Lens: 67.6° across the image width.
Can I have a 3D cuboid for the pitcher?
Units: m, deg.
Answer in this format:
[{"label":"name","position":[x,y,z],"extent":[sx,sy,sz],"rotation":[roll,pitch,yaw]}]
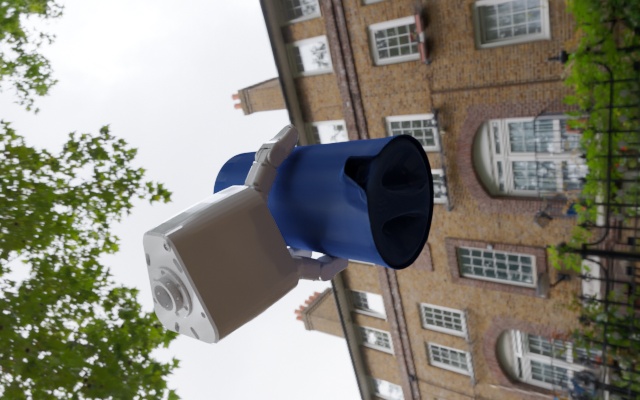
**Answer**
[{"label":"pitcher","position":[0.000,0.002,0.547],"extent":[0.243,0.149,0.145],"rotation":[3,26,39]}]
